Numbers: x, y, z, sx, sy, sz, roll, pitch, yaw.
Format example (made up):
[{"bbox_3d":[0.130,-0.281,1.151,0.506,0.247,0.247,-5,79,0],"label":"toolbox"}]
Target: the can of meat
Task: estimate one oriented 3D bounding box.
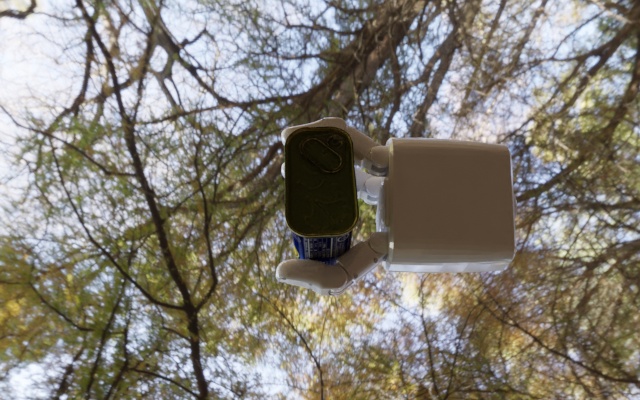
[{"bbox_3d":[0.000,0.002,0.417,0.057,0.102,0.084,-2,-28,-1],"label":"can of meat"}]
